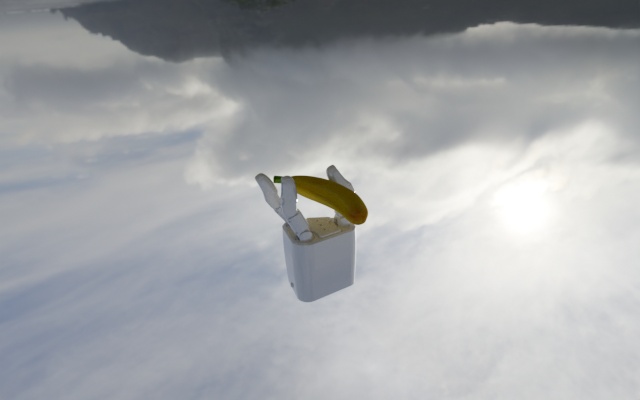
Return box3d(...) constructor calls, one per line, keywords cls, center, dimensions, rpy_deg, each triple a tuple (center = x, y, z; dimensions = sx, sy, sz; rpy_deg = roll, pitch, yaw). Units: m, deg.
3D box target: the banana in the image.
box3d(cls="banana", center=(0.012, -0.003, 0.692), dimensions=(0.069, 0.037, 0.197), rpy_deg=(-16, 25, -37))
